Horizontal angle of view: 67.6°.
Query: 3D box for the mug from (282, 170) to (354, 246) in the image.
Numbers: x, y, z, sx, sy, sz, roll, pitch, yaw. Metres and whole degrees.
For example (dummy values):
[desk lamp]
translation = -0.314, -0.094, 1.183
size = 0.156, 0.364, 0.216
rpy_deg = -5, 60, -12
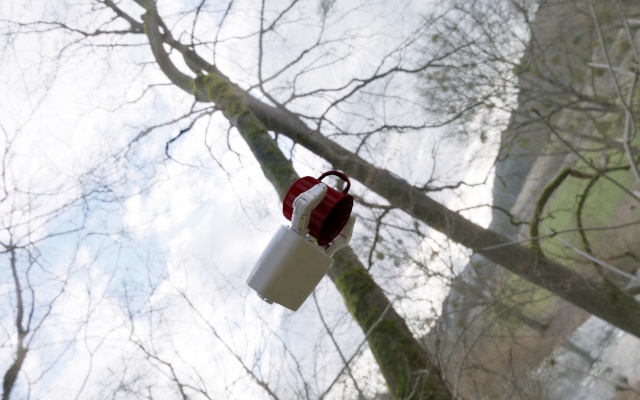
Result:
[mug]
translation = 0.001, 0.001, 0.759
size = 0.081, 0.117, 0.093
rpy_deg = 32, -6, 24
